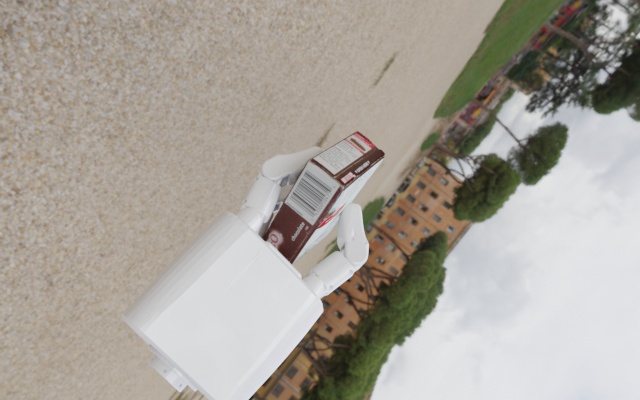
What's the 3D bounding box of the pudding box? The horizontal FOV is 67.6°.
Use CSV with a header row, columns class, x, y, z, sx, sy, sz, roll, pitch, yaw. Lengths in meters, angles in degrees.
class,x,y,z,sx,sy,sz,roll,pitch,yaw
pudding box,0.000,0.002,0.421,0.039,0.113,0.090,41,36,8
